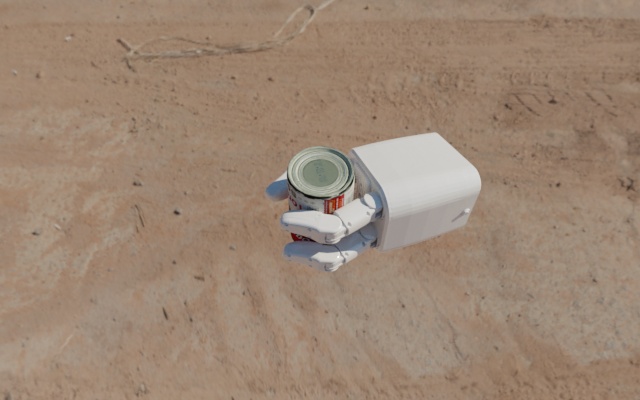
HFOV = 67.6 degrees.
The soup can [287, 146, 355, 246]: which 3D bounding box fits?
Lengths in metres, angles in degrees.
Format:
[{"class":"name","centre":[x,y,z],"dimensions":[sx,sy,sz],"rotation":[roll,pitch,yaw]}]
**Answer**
[{"class":"soup can","centre":[0.000,0.001,0.498],"dimensions":[0.068,0.068,0.102],"rotation":[0,-37,-1]}]
